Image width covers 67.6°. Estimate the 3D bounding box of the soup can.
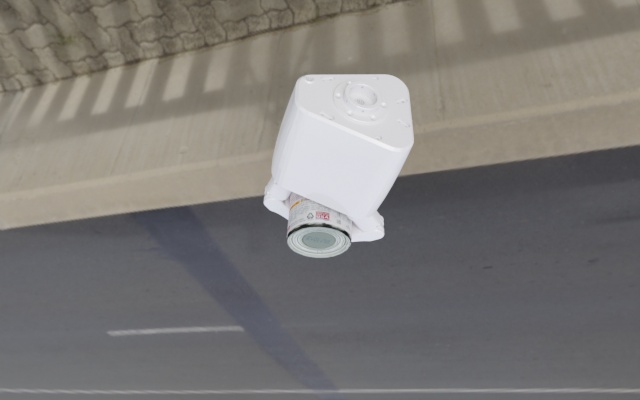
[{"bbox_3d":[0.000,0.002,0.515,0.068,0.102,0.069,1,-34,1],"label":"soup can"}]
